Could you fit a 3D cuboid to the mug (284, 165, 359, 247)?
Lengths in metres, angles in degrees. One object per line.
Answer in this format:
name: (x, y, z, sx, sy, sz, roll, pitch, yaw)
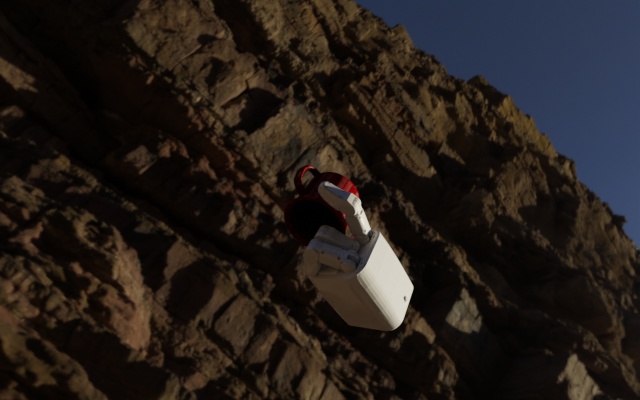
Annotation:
mug: (-0.001, 0.001, 0.683, 0.093, 0.117, 0.081, -18, 25, 36)
